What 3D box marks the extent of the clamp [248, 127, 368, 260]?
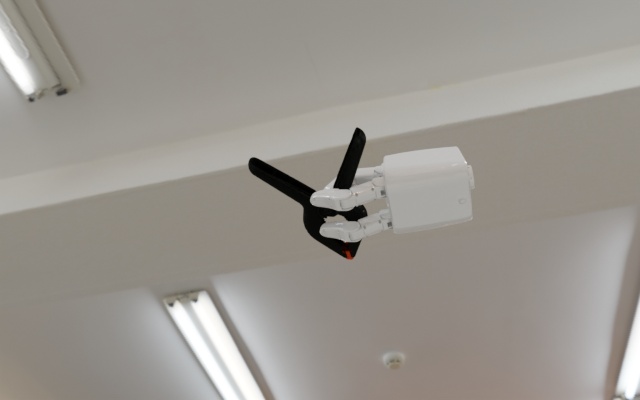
[{"bbox_3d":[0.001,0.002,0.677,0.164,0.210,0.036,-7,36,14],"label":"clamp"}]
